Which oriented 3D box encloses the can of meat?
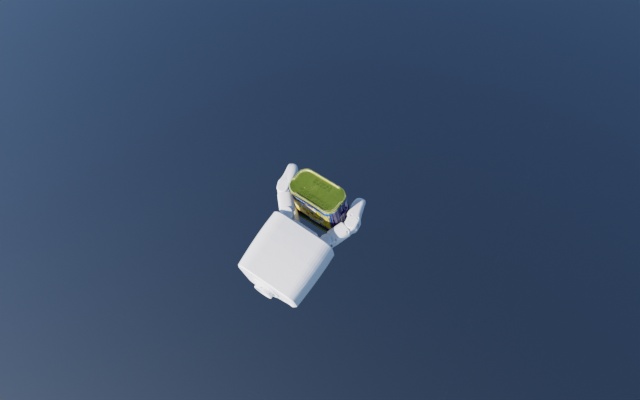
[{"bbox_3d":[0.000,0.002,0.794,0.102,0.057,0.084,31,-19,23],"label":"can of meat"}]
